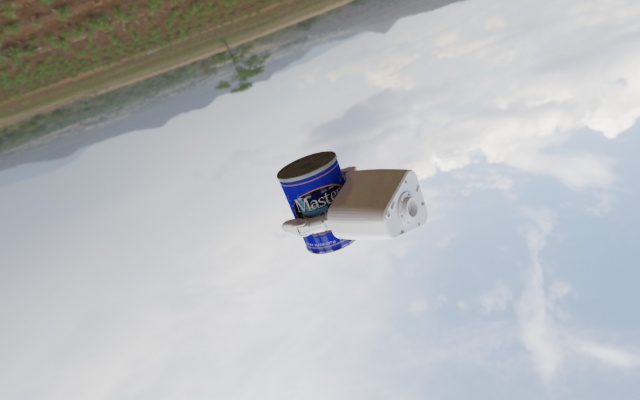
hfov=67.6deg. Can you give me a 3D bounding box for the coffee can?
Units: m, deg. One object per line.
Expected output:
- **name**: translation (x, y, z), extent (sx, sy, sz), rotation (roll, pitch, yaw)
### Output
- **coffee can**: translation (0.000, 0.002, 0.793), extent (0.103, 0.140, 0.102), rotation (-19, 20, 7)
